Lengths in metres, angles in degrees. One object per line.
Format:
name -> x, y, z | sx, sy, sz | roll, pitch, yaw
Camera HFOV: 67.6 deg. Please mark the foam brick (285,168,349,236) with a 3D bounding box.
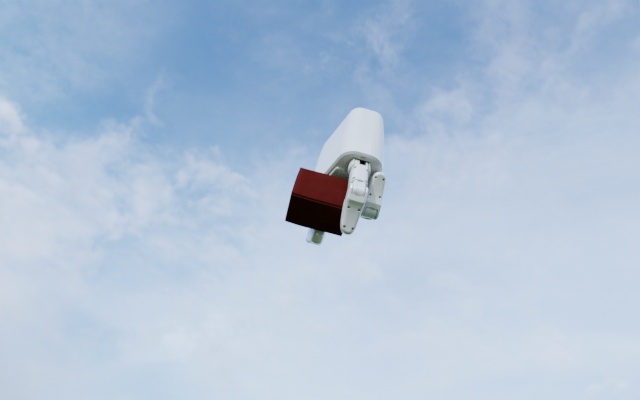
foam brick -> 0.000, 0.002, 0.602 | 0.078, 0.051, 0.053 | 16, -44, -4
